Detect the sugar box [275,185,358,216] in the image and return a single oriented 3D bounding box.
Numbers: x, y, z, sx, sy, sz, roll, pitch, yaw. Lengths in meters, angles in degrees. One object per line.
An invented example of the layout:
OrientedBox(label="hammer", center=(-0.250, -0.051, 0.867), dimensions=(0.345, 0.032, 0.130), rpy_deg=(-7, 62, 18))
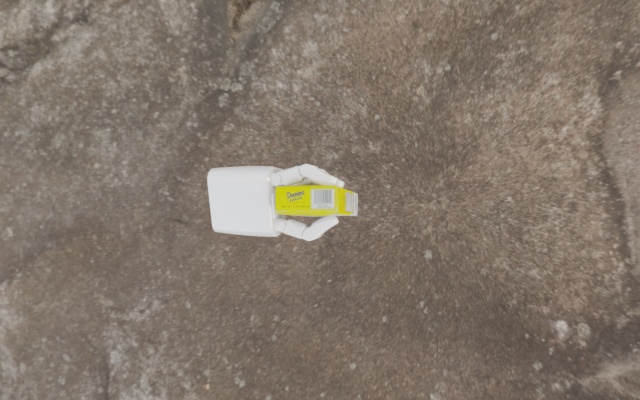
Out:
OrientedBox(label="sugar box", center=(0.000, 0.002, 0.749), dimensions=(0.093, 0.048, 0.176), rpy_deg=(1, 0, 13))
